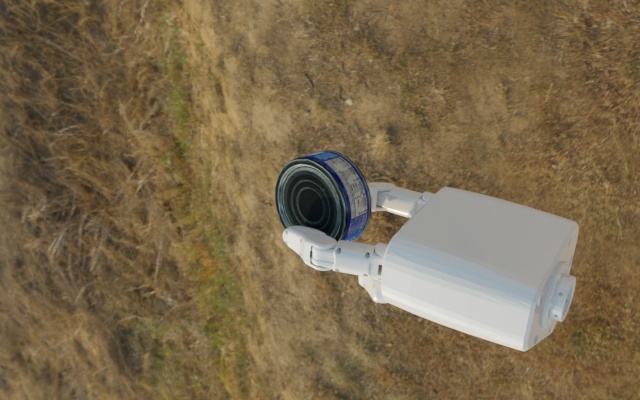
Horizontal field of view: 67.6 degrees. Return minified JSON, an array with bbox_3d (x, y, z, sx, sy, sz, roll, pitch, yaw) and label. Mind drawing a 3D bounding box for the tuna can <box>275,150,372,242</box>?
[{"bbox_3d":[0.000,0.001,0.414,0.086,0.086,0.033,0,14,43],"label":"tuna can"}]
